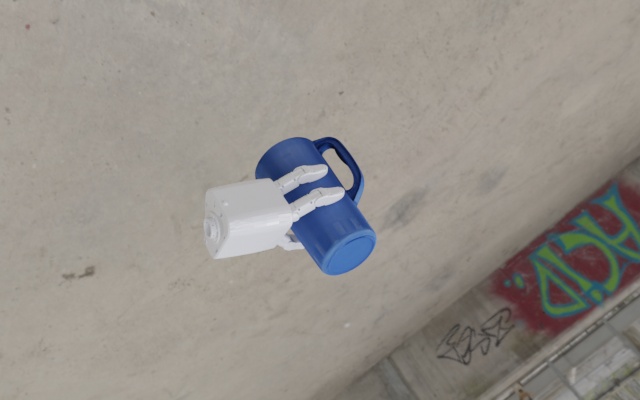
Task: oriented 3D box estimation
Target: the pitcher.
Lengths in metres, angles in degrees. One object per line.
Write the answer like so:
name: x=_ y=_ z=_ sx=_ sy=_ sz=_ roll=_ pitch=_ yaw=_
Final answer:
pitcher: x=0.000 y=0.003 z=0.838 sx=0.145 sy=0.149 sz=0.242 roll=-8 pitch=47 yaw=-35
